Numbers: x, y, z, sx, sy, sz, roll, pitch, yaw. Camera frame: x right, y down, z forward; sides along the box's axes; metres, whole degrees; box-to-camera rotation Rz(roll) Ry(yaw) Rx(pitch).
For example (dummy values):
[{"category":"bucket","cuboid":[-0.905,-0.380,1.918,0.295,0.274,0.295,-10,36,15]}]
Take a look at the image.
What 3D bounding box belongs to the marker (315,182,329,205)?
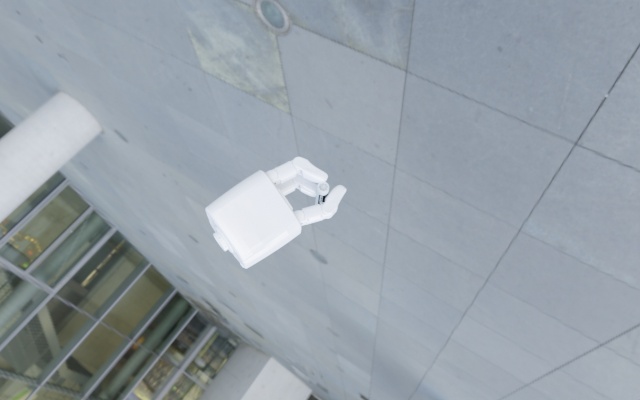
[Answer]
[{"category":"marker","cuboid":[0.000,0.003,0.802,0.020,0.020,0.121,0,-24,-4]}]
